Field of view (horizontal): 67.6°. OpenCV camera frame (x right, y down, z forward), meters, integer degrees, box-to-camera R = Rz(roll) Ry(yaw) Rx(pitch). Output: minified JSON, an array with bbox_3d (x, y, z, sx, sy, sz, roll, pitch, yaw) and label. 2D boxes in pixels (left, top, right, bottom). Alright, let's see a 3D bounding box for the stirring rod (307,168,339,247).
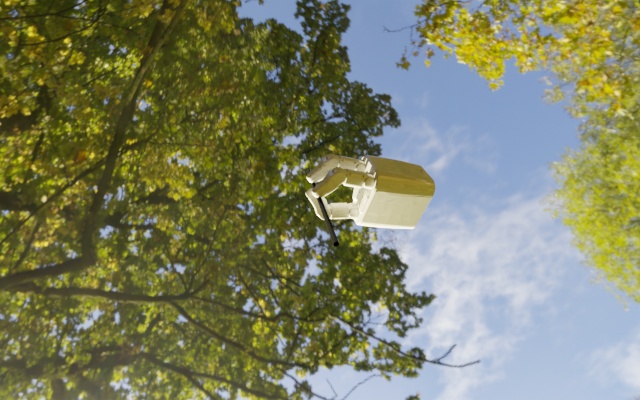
[{"bbox_3d":[0.000,0.003,0.739,0.011,0.011,0.239,0,28,-11],"label":"stirring rod"}]
